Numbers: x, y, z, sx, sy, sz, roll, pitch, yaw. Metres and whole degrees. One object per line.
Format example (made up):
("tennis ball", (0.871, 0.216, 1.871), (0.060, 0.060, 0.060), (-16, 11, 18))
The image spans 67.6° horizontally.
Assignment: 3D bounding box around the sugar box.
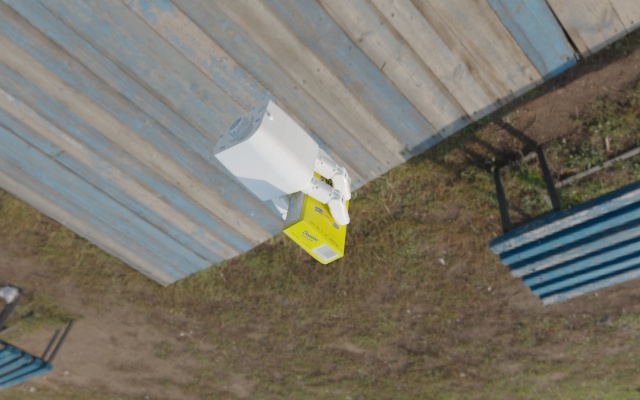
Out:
("sugar box", (0.000, 0.002, 0.742), (0.048, 0.176, 0.093), (-27, -56, 32))
